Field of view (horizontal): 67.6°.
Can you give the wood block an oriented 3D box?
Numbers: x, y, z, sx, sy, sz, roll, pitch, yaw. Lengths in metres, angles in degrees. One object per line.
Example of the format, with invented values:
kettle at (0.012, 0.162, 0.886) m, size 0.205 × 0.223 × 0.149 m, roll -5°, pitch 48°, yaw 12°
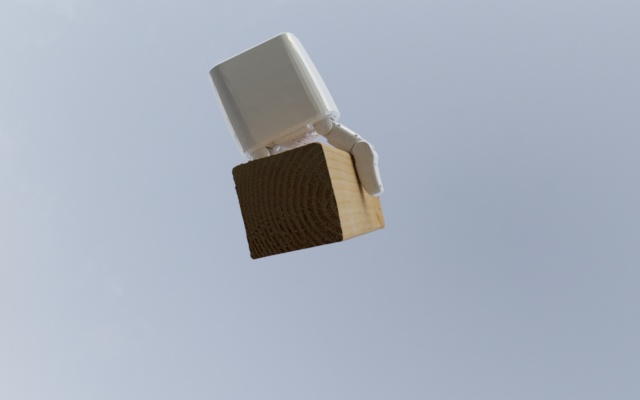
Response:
wood block at (0.000, 0.001, 0.514) m, size 0.091 × 0.090 × 0.206 m, roll -14°, pitch -4°, yaw 17°
